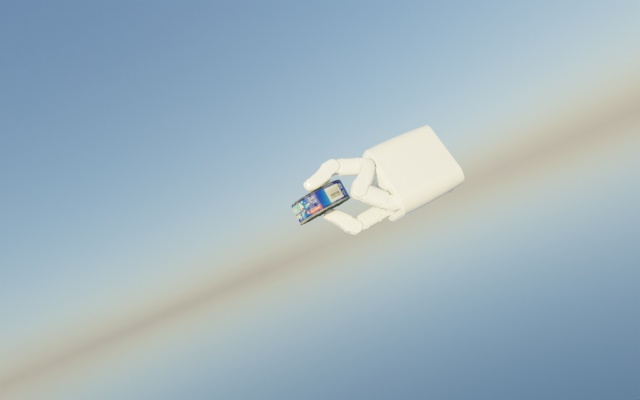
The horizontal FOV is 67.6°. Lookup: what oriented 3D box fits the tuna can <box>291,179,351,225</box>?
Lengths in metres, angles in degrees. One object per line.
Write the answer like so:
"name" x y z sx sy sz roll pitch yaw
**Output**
"tuna can" 0.000 0.002 0.714 0.086 0.034 0.086 -29 -4 -2
